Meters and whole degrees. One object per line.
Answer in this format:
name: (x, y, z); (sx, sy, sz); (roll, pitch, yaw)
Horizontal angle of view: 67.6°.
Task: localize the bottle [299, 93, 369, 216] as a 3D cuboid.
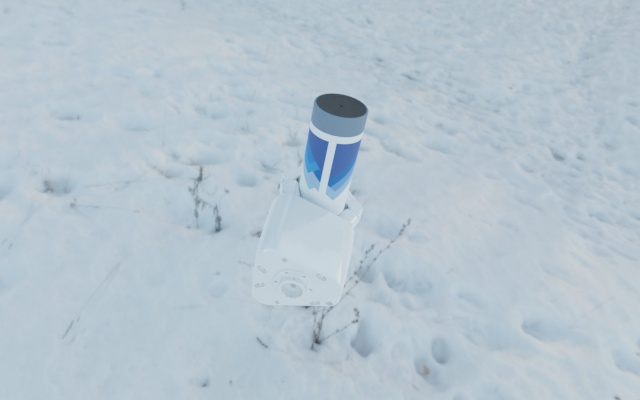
bottle: (0.000, 0.002, 0.657); (0.069, 0.296, 0.069); (8, 37, -6)
